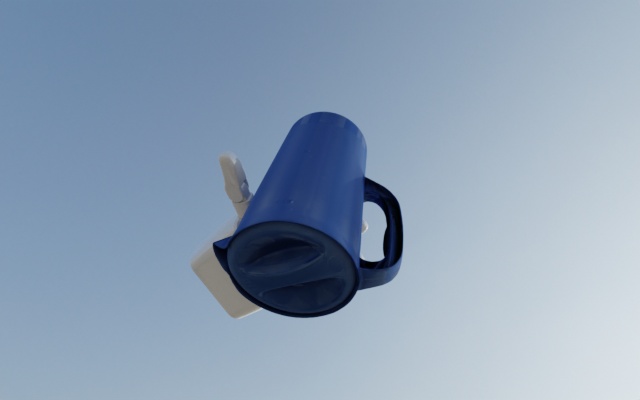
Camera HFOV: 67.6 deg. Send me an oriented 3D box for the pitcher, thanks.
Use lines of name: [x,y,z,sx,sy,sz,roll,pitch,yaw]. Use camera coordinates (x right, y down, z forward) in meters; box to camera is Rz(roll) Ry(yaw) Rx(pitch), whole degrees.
pitcher: [0.000,0.002,0.542,0.145,0.149,0.242,-34,25,32]
